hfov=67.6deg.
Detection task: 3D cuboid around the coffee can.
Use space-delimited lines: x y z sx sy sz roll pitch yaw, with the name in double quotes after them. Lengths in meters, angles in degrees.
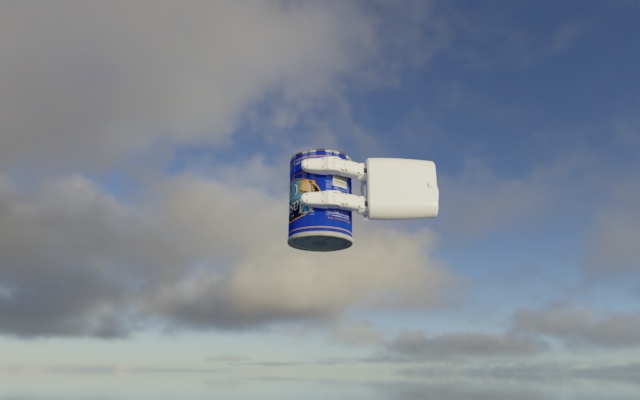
0.000 0.003 0.766 0.103 0.140 0.103 0 -20 0 "coffee can"
